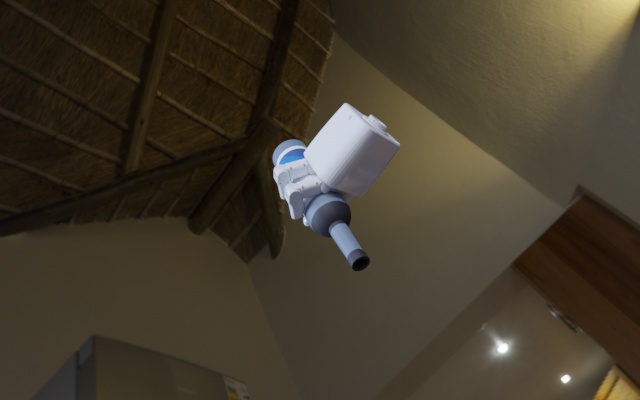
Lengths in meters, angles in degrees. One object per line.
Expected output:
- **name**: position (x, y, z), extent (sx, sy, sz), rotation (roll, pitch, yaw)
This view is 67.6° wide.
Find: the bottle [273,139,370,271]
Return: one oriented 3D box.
- **bottle**: position (0.000, 0.002, 0.751), extent (0.069, 0.069, 0.295), rotation (0, 35, -27)
